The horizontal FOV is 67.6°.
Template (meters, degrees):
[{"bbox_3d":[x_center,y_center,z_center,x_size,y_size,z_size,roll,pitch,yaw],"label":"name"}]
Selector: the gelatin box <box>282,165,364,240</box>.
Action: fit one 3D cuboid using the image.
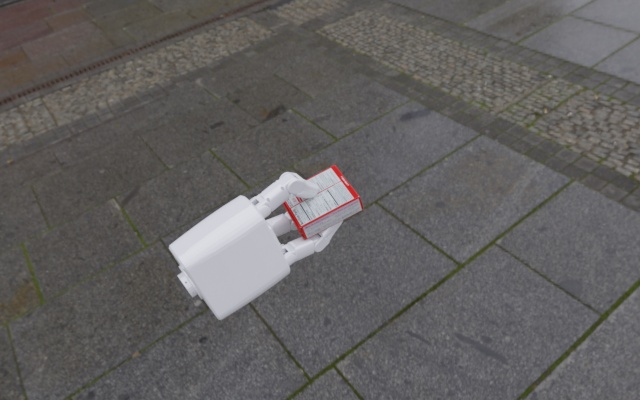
[{"bbox_3d":[0.000,0.002,0.628,0.089,0.030,0.073,-28,47,-7],"label":"gelatin box"}]
